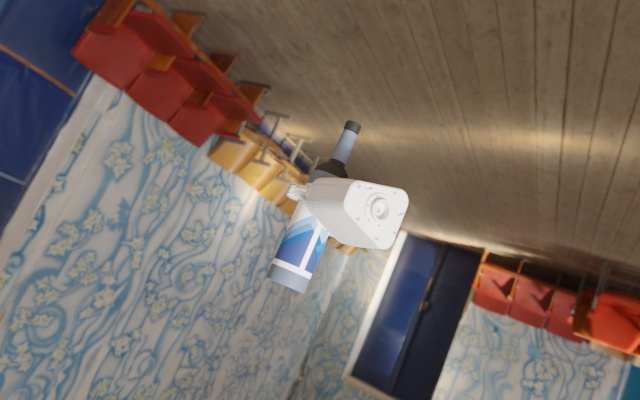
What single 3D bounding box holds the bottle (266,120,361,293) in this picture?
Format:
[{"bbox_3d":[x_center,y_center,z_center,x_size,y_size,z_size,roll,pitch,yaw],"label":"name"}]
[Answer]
[{"bbox_3d":[0.000,0.003,0.788,0.069,0.295,0.069,22,-10,4],"label":"bottle"}]
